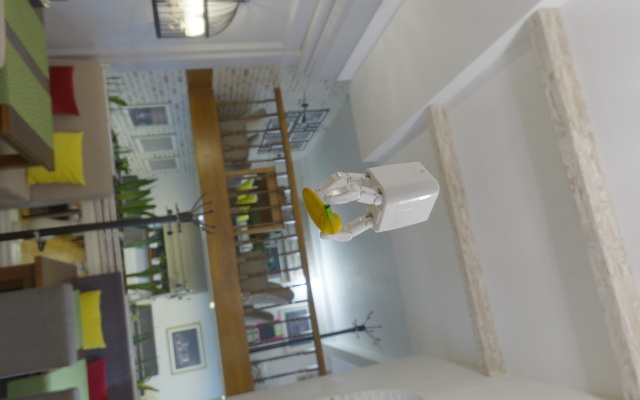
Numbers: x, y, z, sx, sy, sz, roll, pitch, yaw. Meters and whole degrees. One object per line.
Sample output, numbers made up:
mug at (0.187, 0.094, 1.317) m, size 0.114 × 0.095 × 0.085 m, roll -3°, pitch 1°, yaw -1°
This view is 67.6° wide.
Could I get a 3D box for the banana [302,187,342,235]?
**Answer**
banana at (0.005, 0.021, 0.857) m, size 0.037 × 0.069 × 0.197 m, roll -14°, pitch 12°, yaw -12°
